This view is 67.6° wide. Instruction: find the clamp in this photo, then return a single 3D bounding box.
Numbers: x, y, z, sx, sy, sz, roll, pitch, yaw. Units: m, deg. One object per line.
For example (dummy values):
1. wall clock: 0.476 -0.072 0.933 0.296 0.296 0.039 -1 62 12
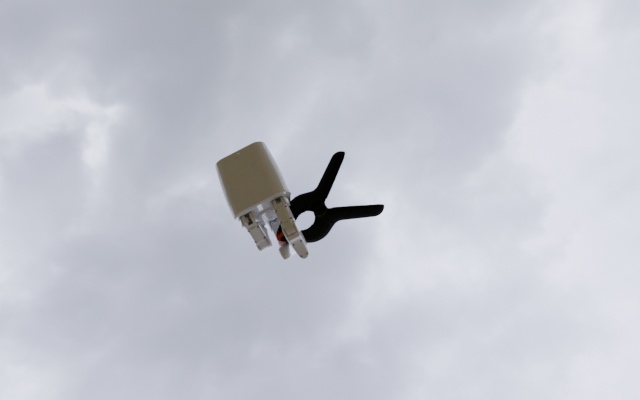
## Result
1. clamp: 0.000 0.003 0.750 0.171 0.120 0.039 -26 -21 2
